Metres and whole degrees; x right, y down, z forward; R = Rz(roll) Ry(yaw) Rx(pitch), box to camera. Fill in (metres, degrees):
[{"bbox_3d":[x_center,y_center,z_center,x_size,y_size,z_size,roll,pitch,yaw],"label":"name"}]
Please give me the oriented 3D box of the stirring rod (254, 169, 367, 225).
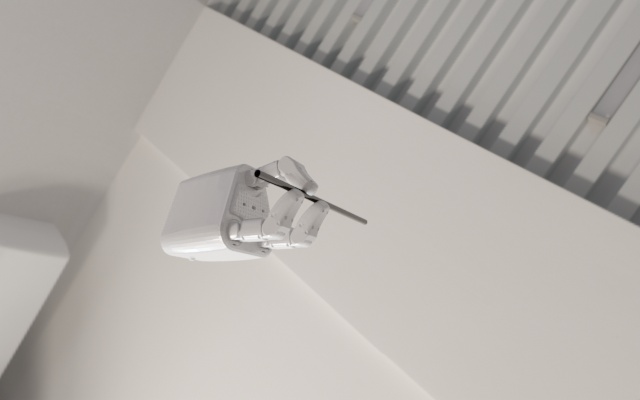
[{"bbox_3d":[0.000,0.002,0.565,0.011,0.011,0.239,0,-14,32],"label":"stirring rod"}]
